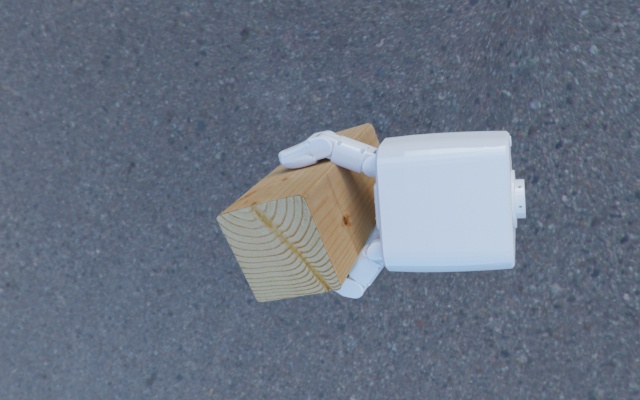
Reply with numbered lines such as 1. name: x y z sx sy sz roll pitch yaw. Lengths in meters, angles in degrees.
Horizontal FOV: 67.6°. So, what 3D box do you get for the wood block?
1. wood block: 0.000 0.001 0.484 0.090 0.091 0.206 -14 18 27
